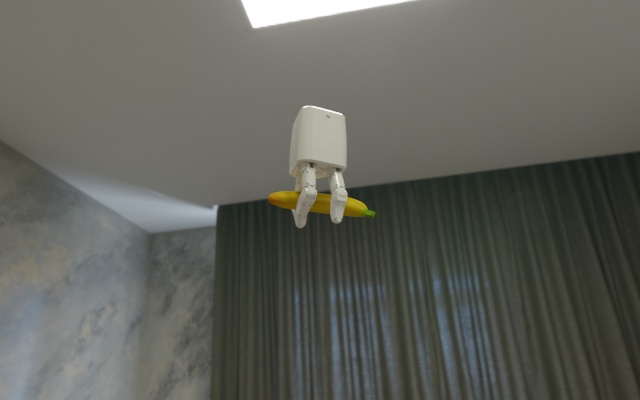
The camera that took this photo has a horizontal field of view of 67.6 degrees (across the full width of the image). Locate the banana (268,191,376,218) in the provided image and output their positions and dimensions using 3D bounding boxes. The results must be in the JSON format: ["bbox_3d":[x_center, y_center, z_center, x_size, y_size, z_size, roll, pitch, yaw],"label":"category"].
[{"bbox_3d":[0.001,0.004,0.889,0.198,0.037,0.069,7,-4,-6],"label":"banana"}]
